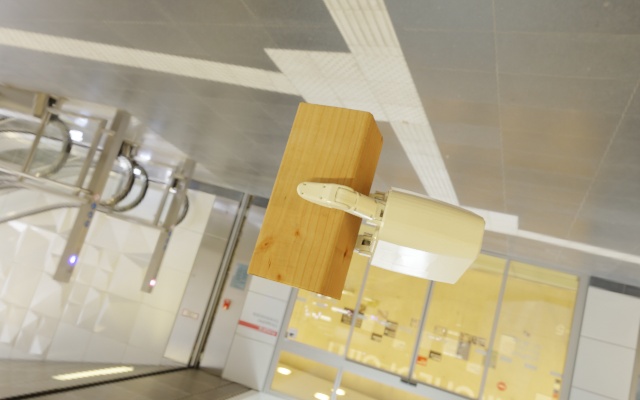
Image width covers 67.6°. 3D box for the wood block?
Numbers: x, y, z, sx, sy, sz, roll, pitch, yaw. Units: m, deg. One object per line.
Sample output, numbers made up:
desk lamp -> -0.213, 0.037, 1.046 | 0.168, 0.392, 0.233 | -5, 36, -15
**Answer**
wood block -> 0.000, 0.002, 0.561 | 0.090, 0.206, 0.091 | 12, -11, 20
